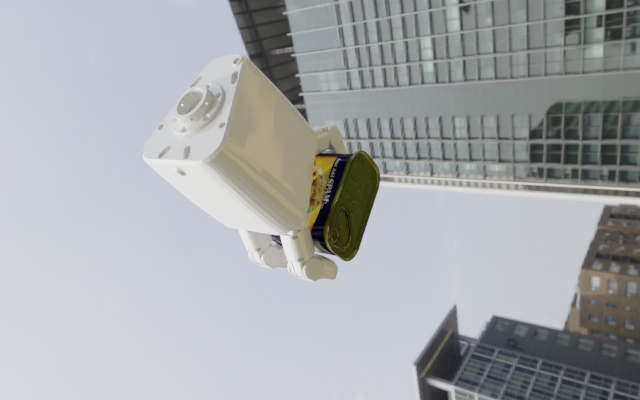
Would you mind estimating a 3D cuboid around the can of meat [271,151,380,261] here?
[{"bbox_3d":[0.000,0.001,0.468,0.084,0.102,0.057,6,-22,36],"label":"can of meat"}]
